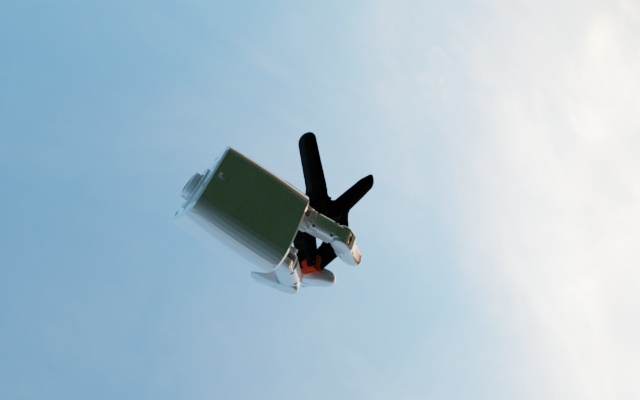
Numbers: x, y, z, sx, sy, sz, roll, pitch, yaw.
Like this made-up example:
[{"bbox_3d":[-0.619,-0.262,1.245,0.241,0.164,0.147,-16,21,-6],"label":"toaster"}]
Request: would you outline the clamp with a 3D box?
[{"bbox_3d":[0.000,0.002,0.574,0.120,0.171,0.039,36,-37,-18],"label":"clamp"}]
